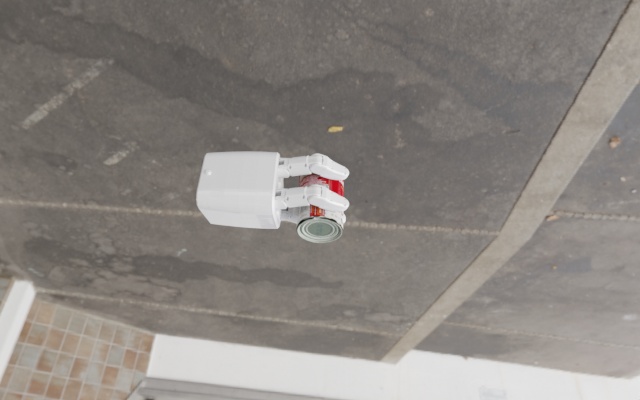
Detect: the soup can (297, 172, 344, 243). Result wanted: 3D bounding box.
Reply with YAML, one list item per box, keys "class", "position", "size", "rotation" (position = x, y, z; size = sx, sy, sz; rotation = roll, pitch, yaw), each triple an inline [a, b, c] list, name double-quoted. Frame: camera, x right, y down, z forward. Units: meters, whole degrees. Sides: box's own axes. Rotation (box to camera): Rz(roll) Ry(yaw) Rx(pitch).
- class: "soup can"
  position: [0.001, 0.003, 0.700]
  size: [0.068, 0.102, 0.069]
  rotation: [2, -35, 1]
